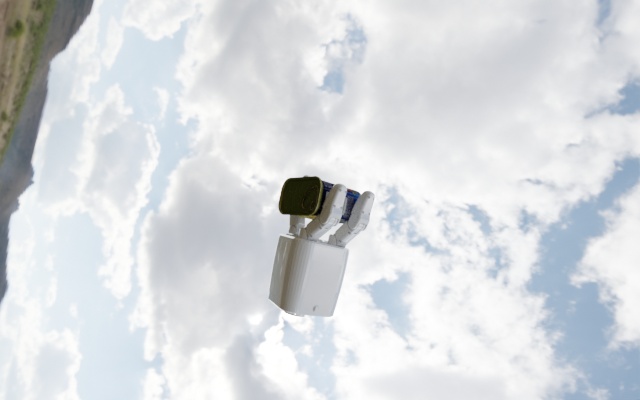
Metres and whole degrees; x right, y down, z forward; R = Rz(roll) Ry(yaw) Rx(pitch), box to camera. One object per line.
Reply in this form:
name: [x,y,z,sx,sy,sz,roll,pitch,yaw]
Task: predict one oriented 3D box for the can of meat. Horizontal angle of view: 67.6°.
can of meat: [0.000,0.002,0.717,0.084,0.057,0.102,16,-10,-36]
